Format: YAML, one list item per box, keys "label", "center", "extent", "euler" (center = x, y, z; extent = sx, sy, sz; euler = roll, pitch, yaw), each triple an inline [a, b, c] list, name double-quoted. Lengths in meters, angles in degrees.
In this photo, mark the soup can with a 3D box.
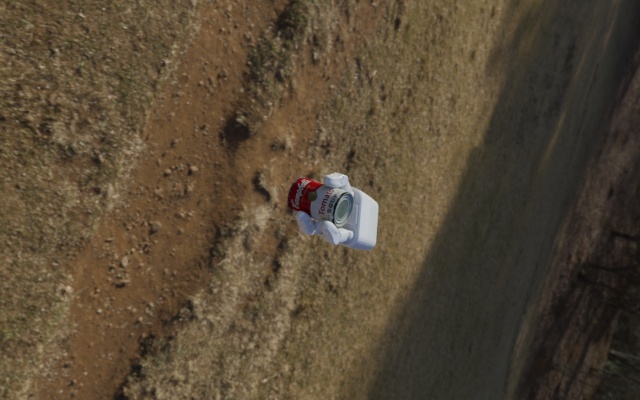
- label: "soup can"
  center: [0.000, 0.003, 0.864]
  extent: [0.102, 0.068, 0.068]
  euler: [19, 10, 30]
